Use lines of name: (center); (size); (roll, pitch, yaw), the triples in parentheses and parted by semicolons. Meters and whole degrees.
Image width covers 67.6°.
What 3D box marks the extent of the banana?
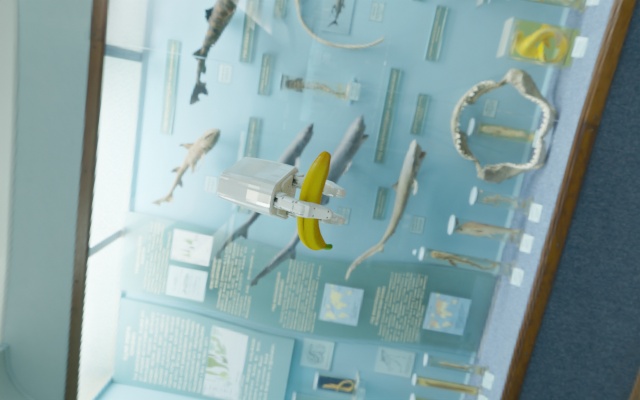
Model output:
banana: (-0.011, 0.013, 0.809); (0.037, 0.198, 0.069); (22, 38, 31)
